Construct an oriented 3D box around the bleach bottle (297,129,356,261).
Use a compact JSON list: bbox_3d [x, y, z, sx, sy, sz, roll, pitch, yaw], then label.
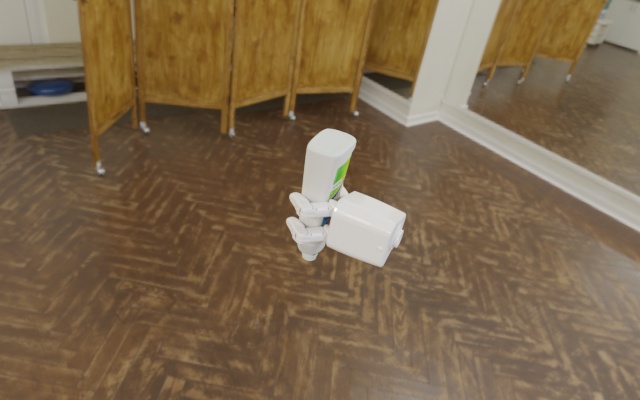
[{"bbox_3d":[0.000,0.003,0.874,0.068,0.251,0.102,21,36,16],"label":"bleach bottle"}]
